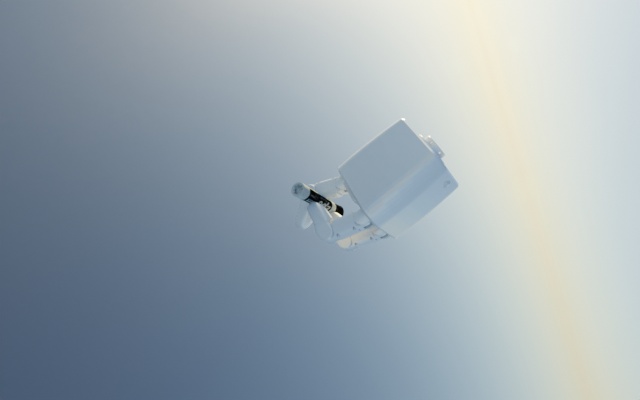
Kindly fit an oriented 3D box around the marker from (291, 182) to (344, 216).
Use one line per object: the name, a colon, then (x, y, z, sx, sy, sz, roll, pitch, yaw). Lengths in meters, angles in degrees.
marker: (0.000, 0.002, 0.632, 0.020, 0.020, 0.121, 0, -15, 29)
